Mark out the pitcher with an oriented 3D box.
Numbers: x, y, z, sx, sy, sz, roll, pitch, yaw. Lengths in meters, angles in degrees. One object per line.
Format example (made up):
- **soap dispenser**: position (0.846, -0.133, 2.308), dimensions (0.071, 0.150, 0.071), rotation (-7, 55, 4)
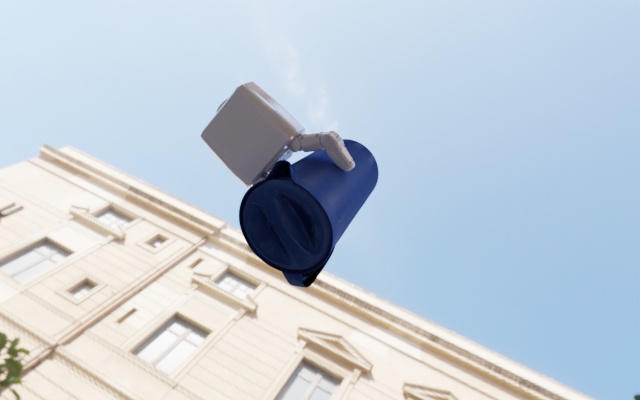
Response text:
- **pitcher**: position (0.000, 0.002, 0.698), dimensions (0.149, 0.145, 0.242), rotation (-47, -3, 33)
